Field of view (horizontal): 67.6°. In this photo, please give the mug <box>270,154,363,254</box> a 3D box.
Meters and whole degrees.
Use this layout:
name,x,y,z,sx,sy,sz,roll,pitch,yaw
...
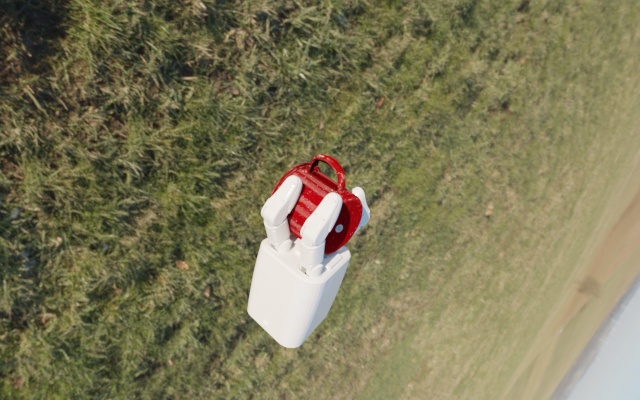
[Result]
name,x,y,z,sx,sy,sz,roll,pitch,yaw
mug,0.001,0.001,0.577,0.081,0.117,0.093,34,30,32
